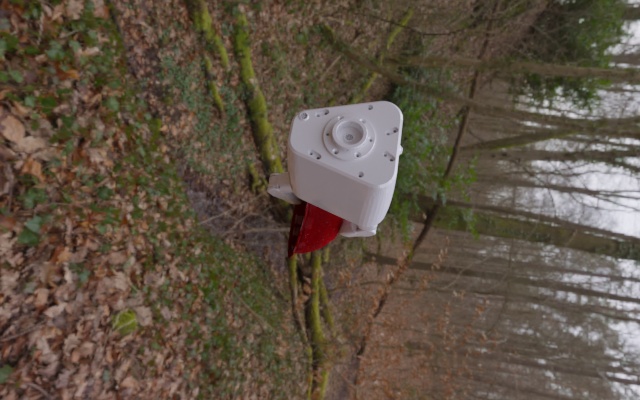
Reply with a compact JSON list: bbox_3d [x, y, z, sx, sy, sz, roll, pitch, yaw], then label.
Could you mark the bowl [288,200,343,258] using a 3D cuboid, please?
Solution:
[{"bbox_3d":[0.000,0.002,0.633,0.055,0.162,0.162,13,-2,-8],"label":"bowl"}]
